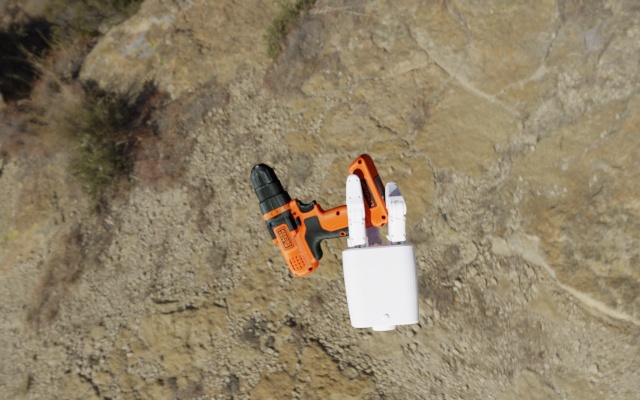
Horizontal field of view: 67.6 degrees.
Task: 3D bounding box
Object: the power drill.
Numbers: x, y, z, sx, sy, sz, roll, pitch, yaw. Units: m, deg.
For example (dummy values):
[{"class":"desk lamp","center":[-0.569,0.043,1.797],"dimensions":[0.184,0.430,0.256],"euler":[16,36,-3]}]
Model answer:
[{"class":"power drill","center":[0.001,0.002,0.708],"dimensions":[0.188,0.184,0.057],"euler":[-24,3,22]}]
